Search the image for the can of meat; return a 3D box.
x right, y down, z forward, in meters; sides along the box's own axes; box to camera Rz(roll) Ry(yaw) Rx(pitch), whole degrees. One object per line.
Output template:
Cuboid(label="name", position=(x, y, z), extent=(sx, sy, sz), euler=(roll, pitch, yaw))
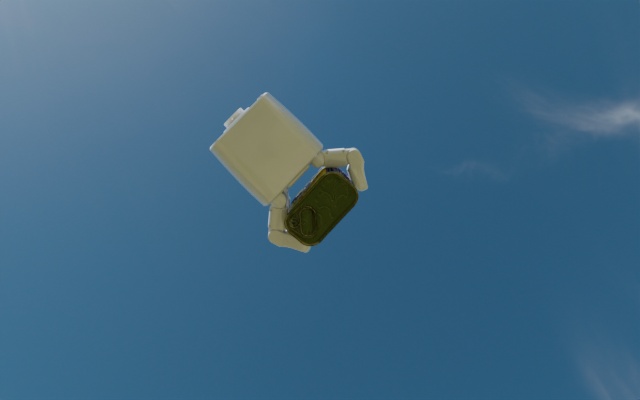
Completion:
Cuboid(label="can of meat", position=(0.000, 0.002, 0.647), extent=(0.057, 0.102, 0.084), euler=(40, 10, -10))
